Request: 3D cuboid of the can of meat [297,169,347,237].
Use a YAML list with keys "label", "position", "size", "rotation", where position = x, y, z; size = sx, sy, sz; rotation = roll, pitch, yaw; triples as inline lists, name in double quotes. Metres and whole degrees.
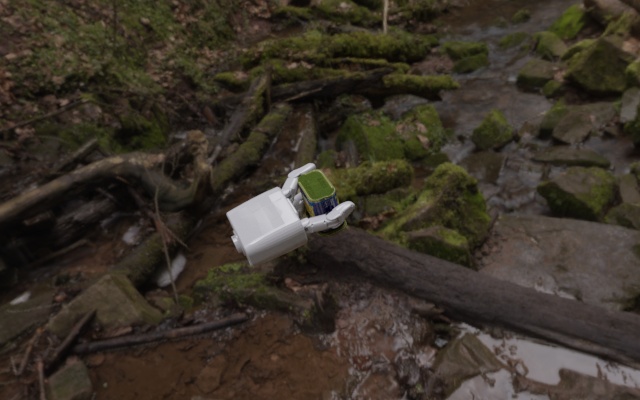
- label: "can of meat"
  position: [0.000, 0.003, 0.876]
  size: [0.057, 0.084, 0.102]
  rotation: [-23, 37, -8]
